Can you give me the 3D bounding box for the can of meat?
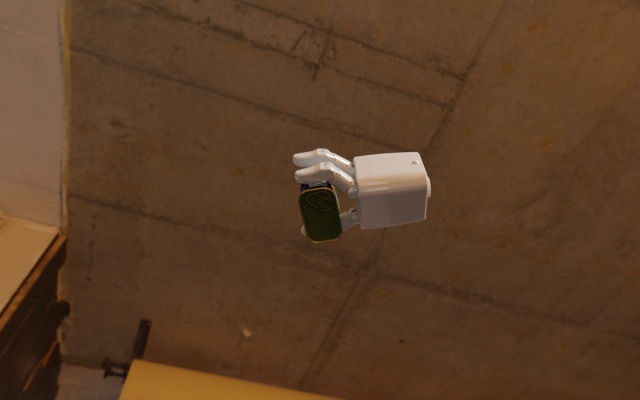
[{"bbox_3d":[0.000,0.002,0.760,0.057,0.102,0.084,-9,34,6],"label":"can of meat"}]
